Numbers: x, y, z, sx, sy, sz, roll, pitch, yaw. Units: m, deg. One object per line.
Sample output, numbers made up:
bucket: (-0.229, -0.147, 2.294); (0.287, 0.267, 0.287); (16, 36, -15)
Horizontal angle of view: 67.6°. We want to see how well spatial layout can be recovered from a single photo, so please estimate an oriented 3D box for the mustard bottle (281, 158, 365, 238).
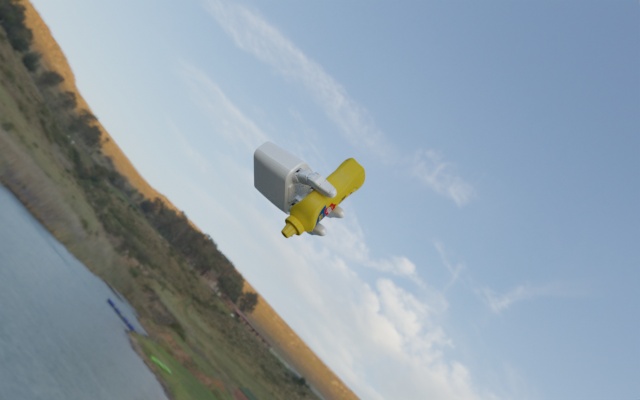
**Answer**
mustard bottle: (0.001, 0.003, 0.897); (0.191, 0.058, 0.096); (-41, -9, -22)
